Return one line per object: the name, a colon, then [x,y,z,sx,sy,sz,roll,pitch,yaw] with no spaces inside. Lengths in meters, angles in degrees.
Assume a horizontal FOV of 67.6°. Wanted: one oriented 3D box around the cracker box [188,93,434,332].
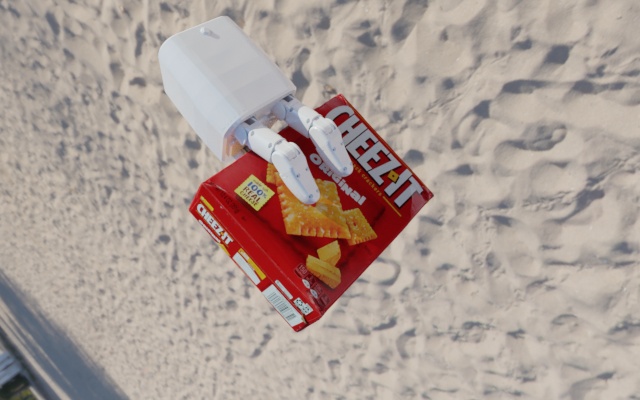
cracker box: [0.000,0.002,0.504,0.213,0.164,0.072,-40,-3,-36]
